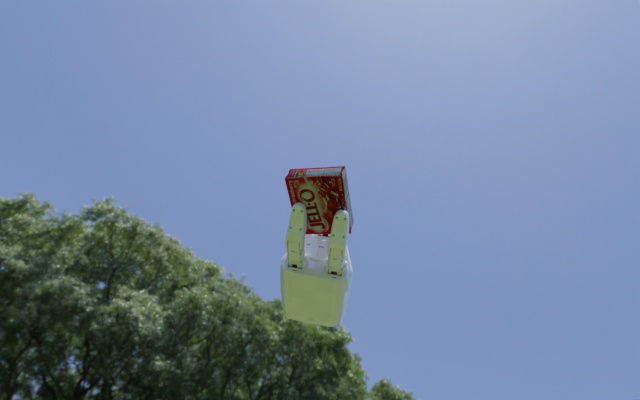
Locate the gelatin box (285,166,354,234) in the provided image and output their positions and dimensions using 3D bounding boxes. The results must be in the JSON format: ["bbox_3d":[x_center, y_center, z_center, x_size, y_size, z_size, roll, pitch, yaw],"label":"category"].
[{"bbox_3d":[0.000,0.001,0.608,0.073,0.089,0.030,-2,32,14],"label":"gelatin box"}]
